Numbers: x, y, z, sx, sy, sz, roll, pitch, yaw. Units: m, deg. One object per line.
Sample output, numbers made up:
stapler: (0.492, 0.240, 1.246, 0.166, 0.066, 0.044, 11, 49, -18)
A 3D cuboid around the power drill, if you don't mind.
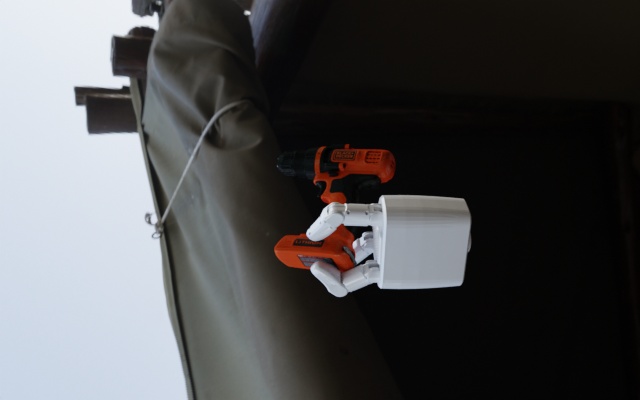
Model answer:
power drill: (0.000, 0.003, 0.671, 0.184, 0.187, 0.057, 2, -31, 26)
